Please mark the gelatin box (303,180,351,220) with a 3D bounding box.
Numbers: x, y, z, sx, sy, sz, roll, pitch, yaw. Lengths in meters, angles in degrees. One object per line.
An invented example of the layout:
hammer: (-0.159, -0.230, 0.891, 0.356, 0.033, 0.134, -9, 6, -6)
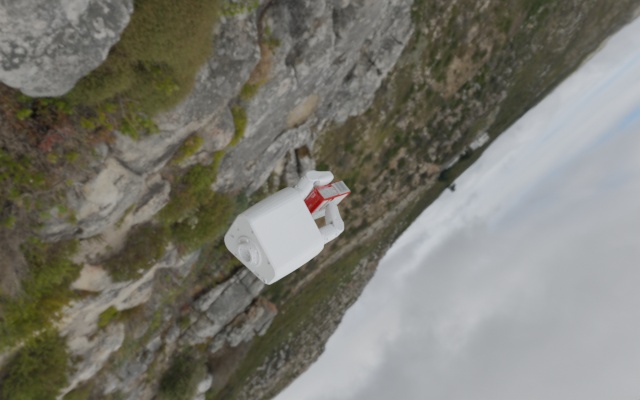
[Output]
gelatin box: (0.001, 0.003, 0.829, 0.073, 0.030, 0.089, -45, -16, 33)
